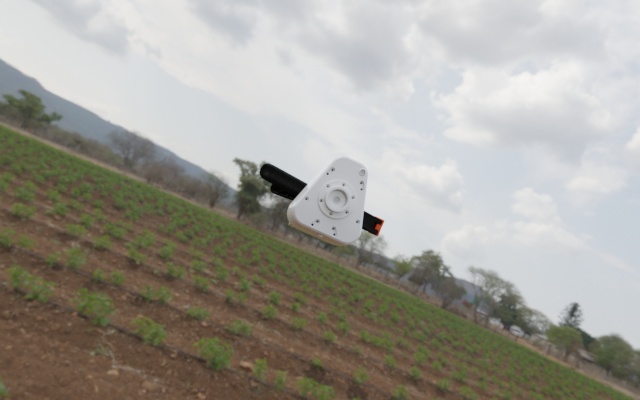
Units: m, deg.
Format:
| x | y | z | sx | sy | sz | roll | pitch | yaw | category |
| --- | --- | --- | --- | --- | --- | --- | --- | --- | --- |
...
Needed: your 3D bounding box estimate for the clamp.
| x | y | z | sx | sy | sz | roll | pitch | yaw | category |
| --- | --- | --- | --- | --- | --- | --- | --- | --- | --- |
| 0.001 | 0.002 | 0.776 | 0.210 | 0.036 | 0.164 | 25 | -6 | -4 | clamp |
